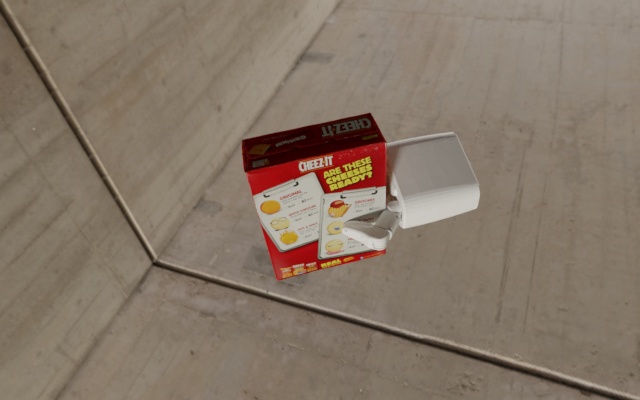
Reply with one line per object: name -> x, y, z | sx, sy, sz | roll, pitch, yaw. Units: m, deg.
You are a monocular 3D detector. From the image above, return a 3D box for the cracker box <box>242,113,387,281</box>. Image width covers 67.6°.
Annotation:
cracker box -> 0.000, 0.002, 0.626 | 0.164, 0.072, 0.214 | -13, -44, -4
